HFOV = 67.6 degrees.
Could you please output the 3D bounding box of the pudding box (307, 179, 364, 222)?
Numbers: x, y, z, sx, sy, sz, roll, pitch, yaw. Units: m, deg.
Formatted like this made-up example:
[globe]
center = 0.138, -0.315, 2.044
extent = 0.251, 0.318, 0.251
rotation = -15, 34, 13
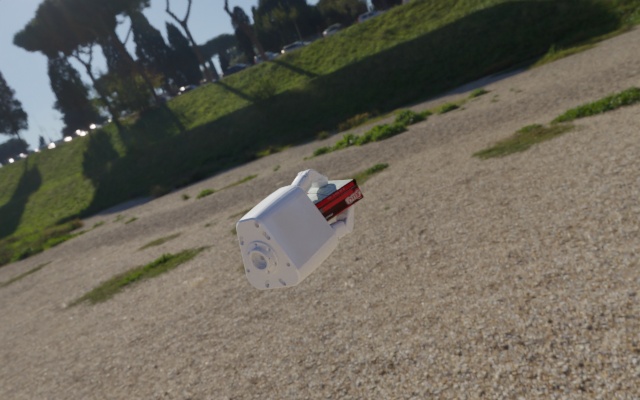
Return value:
[pudding box]
center = 0.000, 0.002, 0.754
extent = 0.090, 0.039, 0.113
rotation = -31, 17, -25
